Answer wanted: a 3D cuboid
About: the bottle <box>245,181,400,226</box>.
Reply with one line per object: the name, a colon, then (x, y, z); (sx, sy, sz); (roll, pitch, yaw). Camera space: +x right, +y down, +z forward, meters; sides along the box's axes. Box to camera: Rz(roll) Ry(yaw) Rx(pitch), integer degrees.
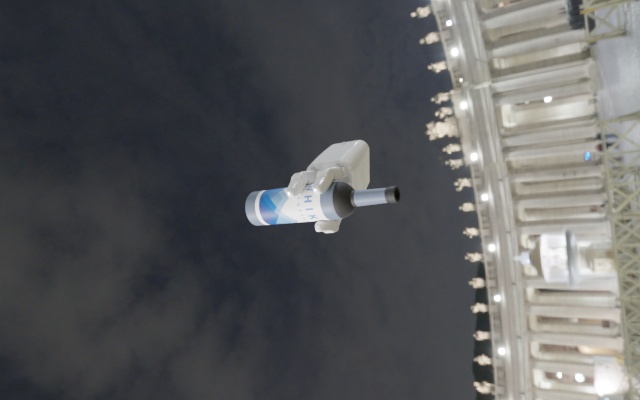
bottle: (0.000, 0.003, 0.855); (0.296, 0.069, 0.069); (-6, -3, 31)
